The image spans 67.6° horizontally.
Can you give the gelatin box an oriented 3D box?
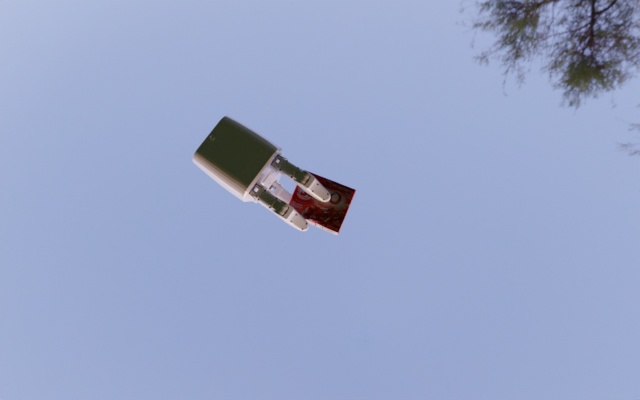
[{"bbox_3d":[0.000,0.003,0.735,0.089,0.073,0.030,22,-11,3],"label":"gelatin box"}]
